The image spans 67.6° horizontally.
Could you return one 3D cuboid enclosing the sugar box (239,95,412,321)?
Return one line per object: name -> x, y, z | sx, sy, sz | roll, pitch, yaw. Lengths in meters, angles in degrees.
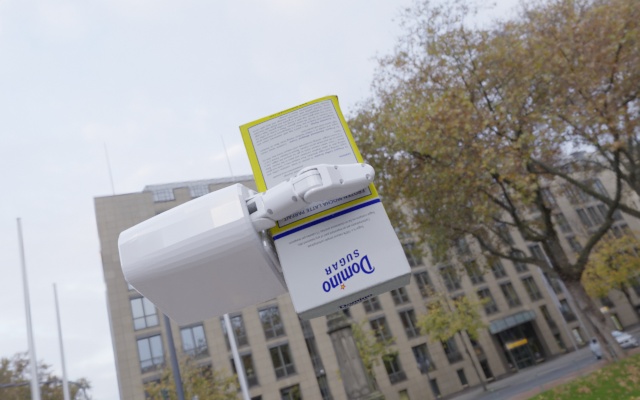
sugar box -> 0.000, 0.001, 0.401 | 0.093, 0.176, 0.048 | -19, -22, 0
